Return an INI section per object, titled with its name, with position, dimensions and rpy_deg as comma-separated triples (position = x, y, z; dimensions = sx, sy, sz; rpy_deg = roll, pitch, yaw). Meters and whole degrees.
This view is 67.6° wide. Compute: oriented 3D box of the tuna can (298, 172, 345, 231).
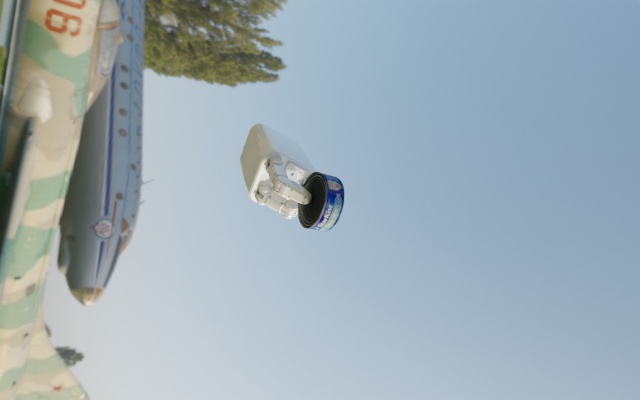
[tuna can]
position = 0.001, 0.002, 0.709
dimensions = 0.034, 0.086, 0.086
rpy_deg = 13, -6, -28
